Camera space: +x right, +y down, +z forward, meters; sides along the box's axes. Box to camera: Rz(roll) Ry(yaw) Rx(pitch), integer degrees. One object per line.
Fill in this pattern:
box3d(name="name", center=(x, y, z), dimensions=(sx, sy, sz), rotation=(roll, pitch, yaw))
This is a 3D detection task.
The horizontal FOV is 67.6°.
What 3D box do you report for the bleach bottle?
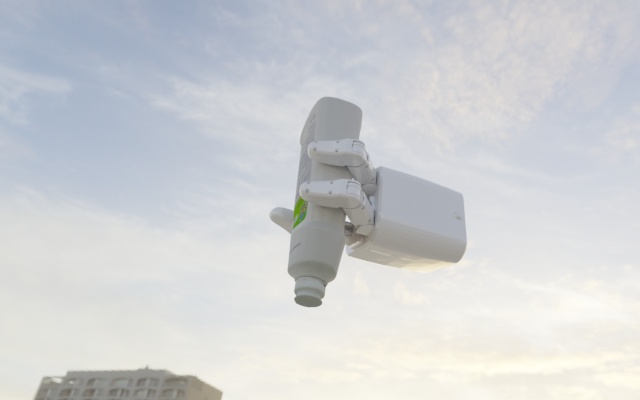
box3d(name="bleach bottle", center=(0.000, 0.002, 0.540), dimensions=(0.068, 0.250, 0.103), rotation=(15, -36, -10))
